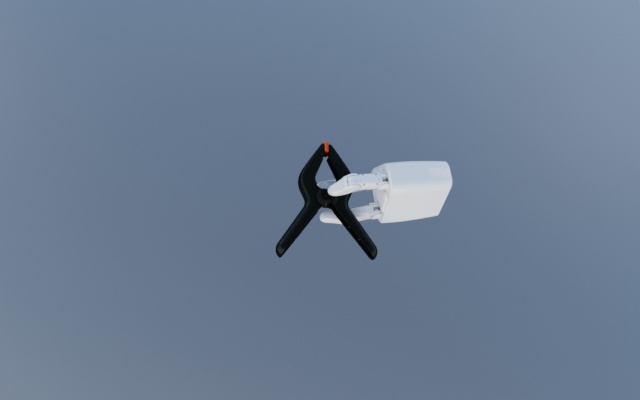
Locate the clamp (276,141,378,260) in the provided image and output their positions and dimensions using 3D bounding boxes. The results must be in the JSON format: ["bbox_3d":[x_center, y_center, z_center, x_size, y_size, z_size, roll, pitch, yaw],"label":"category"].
[{"bbox_3d":[0.000,0.002,0.793,0.164,0.210,0.036,-4,-19,-12],"label":"clamp"}]
